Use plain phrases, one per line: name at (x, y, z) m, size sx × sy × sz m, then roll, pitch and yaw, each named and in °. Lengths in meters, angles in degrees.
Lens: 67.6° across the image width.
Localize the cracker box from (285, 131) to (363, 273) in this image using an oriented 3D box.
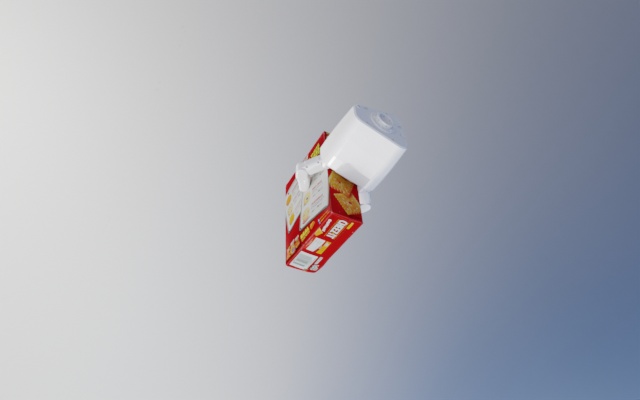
cracker box at (0.000, 0.003, 0.892) m, size 0.072 × 0.213 × 0.164 m, roll 21°, pitch -49°, yaw -23°
